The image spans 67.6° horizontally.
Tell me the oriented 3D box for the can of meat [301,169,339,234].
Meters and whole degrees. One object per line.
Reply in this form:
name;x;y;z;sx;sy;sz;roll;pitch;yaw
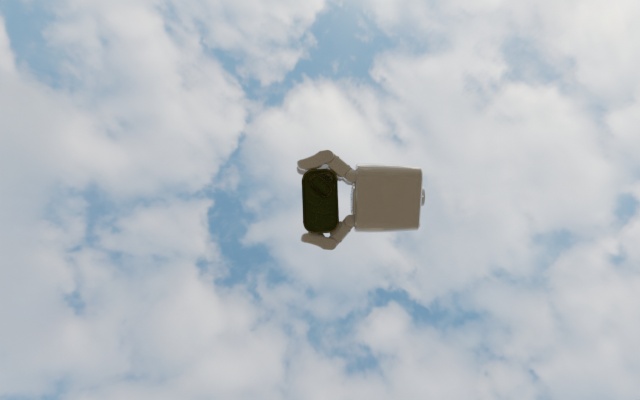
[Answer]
can of meat;0.000;0.003;0.790;0.057;0.102;0.084;-2;-2;0
